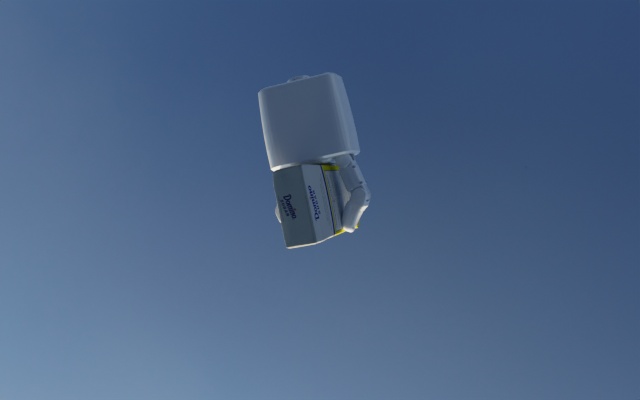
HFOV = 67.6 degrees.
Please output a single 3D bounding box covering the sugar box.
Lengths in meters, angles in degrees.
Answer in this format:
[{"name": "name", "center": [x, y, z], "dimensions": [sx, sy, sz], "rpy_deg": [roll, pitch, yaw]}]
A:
[{"name": "sugar box", "center": [0.000, 0.002, 0.618], "dimensions": [0.048, 0.093, 0.176], "rpy_deg": [-12, -1, 24]}]
